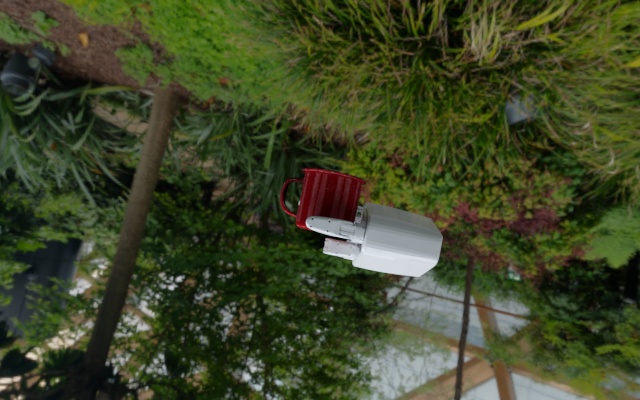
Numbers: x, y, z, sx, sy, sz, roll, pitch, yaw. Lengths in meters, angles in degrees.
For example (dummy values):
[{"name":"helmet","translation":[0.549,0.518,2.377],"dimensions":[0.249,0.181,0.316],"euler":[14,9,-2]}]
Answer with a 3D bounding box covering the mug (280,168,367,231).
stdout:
[{"name":"mug","translation":[-0.001,0.002,0.676],"dimensions":[0.117,0.081,0.093],"euler":[11,-5,1]}]
